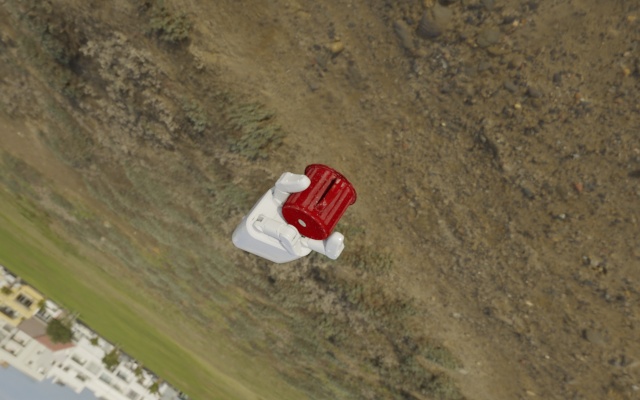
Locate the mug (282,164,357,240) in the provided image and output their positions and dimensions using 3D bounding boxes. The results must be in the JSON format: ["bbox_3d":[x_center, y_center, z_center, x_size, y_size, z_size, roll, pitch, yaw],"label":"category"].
[{"bbox_3d":[0.001,0.002,0.704,0.093,0.081,0.117,39,-28,-10],"label":"mug"}]
